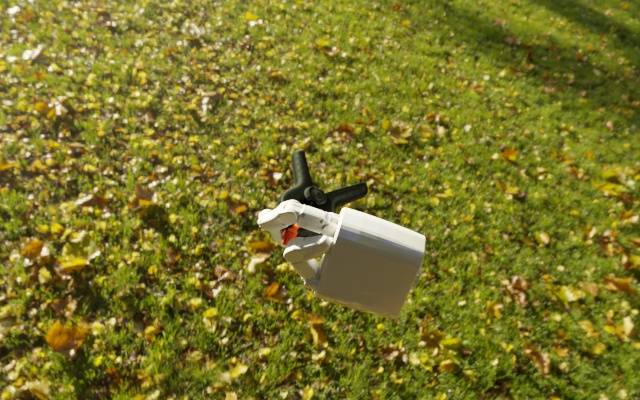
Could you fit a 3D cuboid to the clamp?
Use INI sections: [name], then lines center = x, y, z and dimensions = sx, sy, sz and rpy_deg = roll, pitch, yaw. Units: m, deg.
[clamp]
center = 0.000, 0.002, 0.641
dimensions = 0.120, 0.039, 0.171
rpy_deg = 18, 44, 0
